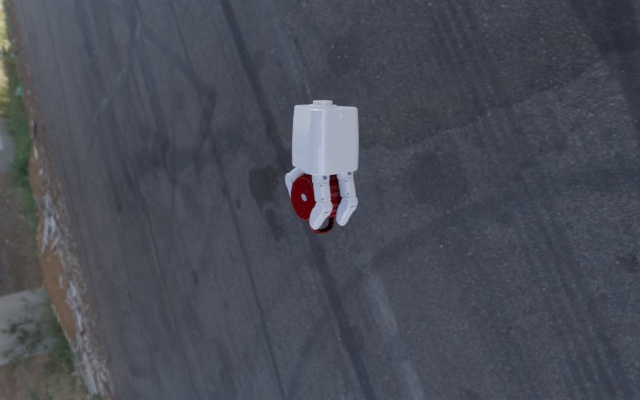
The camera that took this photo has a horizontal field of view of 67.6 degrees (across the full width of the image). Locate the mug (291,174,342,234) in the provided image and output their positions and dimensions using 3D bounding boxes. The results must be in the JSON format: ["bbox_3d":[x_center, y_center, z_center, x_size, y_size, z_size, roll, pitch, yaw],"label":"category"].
[{"bbox_3d":[0.000,0.004,0.860,0.081,0.117,0.093,-10,17,-37],"label":"mug"}]
